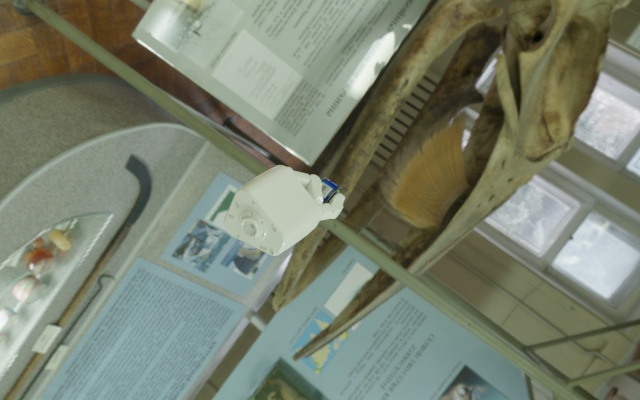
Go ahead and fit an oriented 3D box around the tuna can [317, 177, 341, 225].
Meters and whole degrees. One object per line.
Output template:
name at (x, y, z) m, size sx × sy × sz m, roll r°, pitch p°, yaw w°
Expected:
tuna can at (0.001, 0.003, 0.857) m, size 0.034 × 0.086 × 0.086 m, roll 34°, pitch 7°, yaw 11°
